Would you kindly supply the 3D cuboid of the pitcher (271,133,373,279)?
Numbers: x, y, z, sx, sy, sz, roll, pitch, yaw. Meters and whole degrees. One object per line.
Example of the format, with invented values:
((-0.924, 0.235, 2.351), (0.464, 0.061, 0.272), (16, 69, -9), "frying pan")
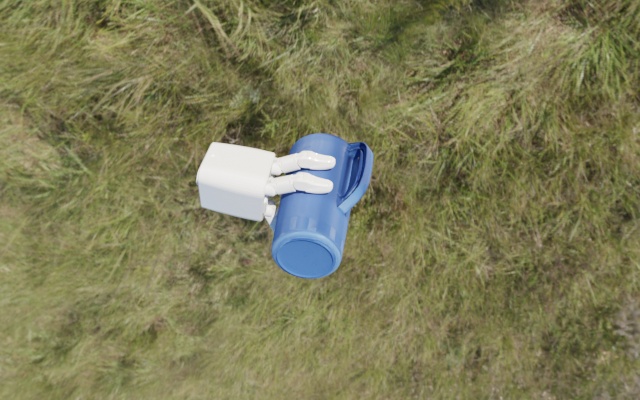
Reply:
((0.000, 0.003, 0.797), (0.145, 0.149, 0.242), (12, 43, -2), "pitcher")
